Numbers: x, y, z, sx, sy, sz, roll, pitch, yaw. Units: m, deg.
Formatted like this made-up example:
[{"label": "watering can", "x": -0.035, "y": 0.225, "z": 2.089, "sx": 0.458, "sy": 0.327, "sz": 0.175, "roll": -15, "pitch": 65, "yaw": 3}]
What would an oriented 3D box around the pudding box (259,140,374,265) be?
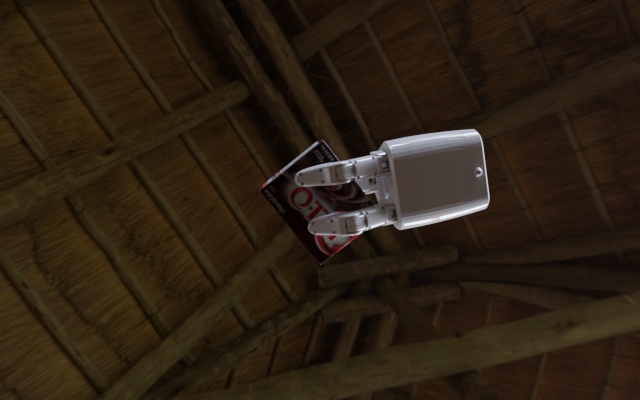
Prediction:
[{"label": "pudding box", "x": 0.000, "y": 0.002, "z": 0.543, "sx": 0.090, "sy": 0.113, "sz": 0.039, "roll": -39, "pitch": 9, "yaw": 1}]
